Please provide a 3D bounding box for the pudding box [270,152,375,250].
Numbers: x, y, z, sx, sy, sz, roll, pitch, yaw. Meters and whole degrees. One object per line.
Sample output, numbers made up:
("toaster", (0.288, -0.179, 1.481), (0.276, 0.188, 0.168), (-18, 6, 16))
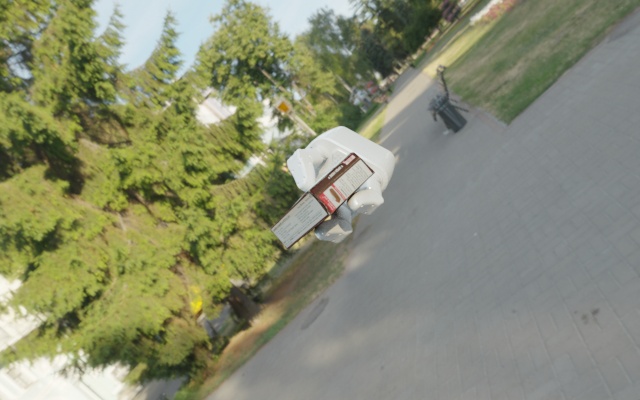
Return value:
("pudding box", (0.000, 0.002, 0.555), (0.090, 0.039, 0.113), (-44, -1, -37))
